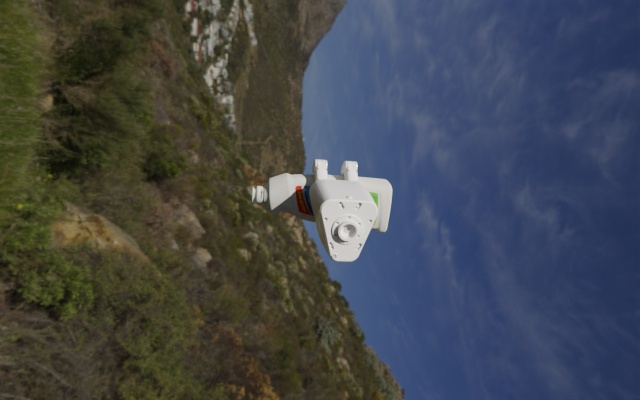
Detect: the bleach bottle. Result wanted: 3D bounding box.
[{"bbox_3d":[0.000,0.003,0.880,0.251,0.102,0.068,3,19,-9],"label":"bleach bottle"}]
